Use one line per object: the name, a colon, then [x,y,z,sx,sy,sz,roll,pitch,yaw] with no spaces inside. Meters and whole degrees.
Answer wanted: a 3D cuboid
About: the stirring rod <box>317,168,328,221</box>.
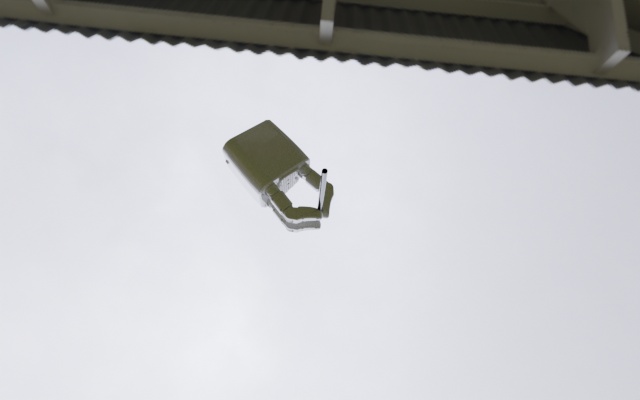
stirring rod: [0.000,0.002,0.729,0.011,0.011,0.240,0,-20,-3]
